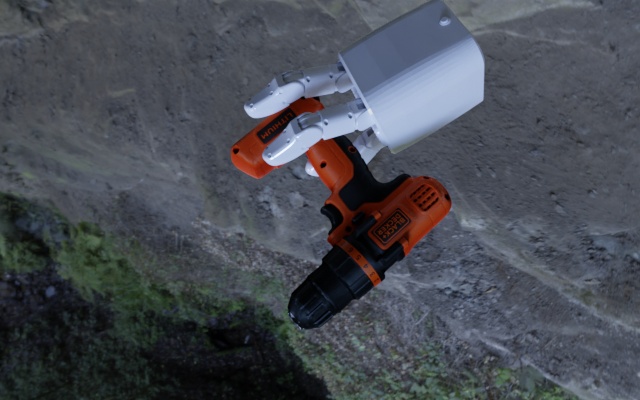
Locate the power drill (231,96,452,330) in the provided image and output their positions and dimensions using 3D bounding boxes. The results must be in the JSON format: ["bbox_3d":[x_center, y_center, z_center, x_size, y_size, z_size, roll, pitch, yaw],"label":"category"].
[{"bbox_3d":[0.000,0.001,0.455,0.184,0.187,0.057,-40,-16,-11],"label":"power drill"}]
